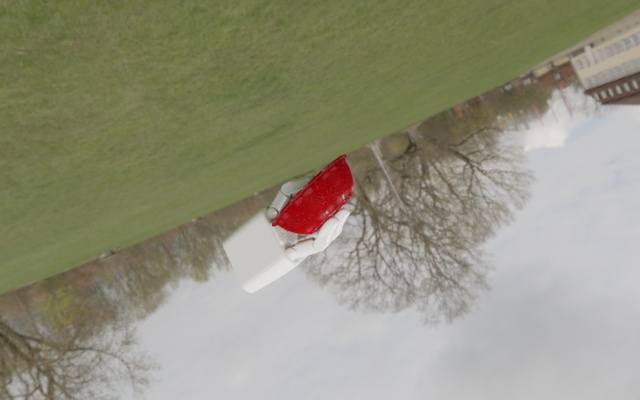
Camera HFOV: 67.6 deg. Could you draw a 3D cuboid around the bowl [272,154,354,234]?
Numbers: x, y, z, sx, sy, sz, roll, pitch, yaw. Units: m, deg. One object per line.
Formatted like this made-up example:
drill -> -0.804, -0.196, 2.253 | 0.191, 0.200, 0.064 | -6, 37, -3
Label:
bowl -> 0.001, 0.002, 0.746 | 0.162, 0.055, 0.162 | -44, -4, -4
